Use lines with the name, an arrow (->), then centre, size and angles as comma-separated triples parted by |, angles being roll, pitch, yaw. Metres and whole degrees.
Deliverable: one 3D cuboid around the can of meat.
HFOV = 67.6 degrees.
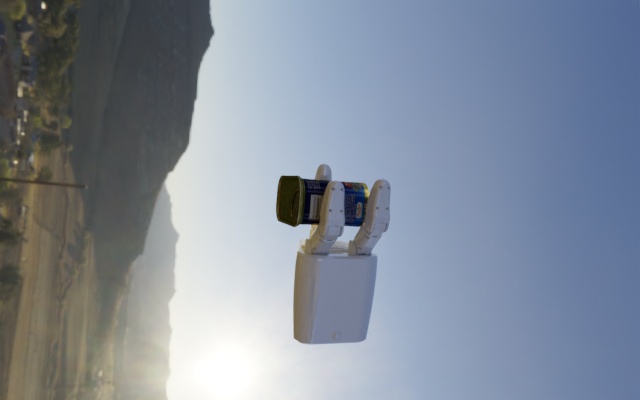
can of meat -> 0.000, 0.002, 0.568 | 0.084, 0.057, 0.102 | 4, 2, -19
